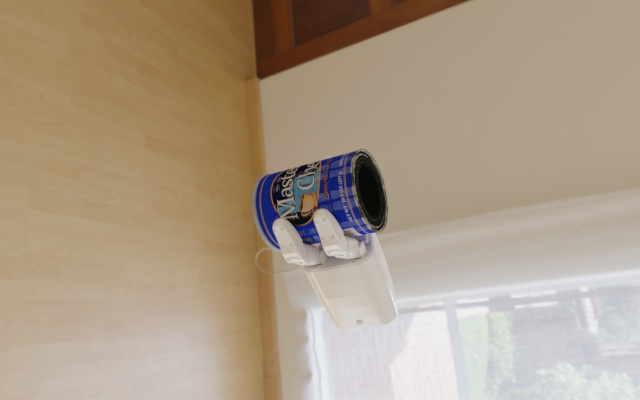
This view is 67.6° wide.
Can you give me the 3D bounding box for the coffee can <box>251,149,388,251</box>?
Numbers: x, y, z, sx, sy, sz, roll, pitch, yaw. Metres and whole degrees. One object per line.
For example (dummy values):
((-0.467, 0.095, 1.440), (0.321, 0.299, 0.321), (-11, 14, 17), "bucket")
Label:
((0.000, 0.002, 0.596), (0.140, 0.103, 0.103), (-13, -6, 26), "coffee can")
